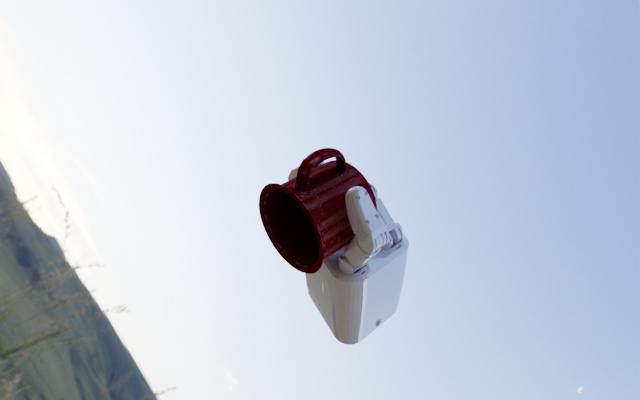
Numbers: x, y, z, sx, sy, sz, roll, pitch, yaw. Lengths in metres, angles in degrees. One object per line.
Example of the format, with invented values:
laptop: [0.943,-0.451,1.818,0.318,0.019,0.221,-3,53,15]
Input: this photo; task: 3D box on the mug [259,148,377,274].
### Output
mug: [0.000,0.000,0.457,0.081,0.117,0.093,-29,46,-33]
